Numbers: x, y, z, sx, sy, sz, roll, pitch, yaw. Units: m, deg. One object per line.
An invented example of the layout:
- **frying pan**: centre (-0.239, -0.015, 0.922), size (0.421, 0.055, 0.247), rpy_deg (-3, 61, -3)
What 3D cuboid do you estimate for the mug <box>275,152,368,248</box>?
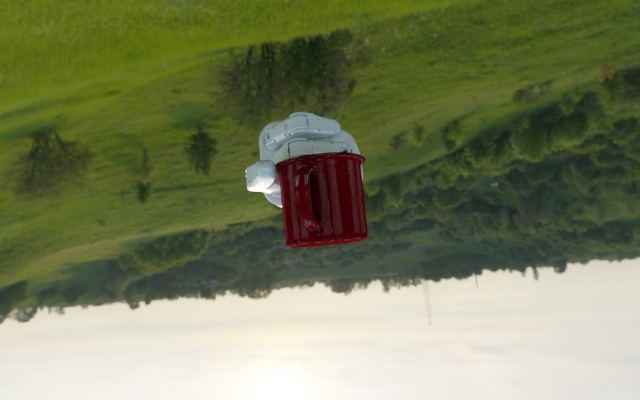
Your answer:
- **mug**: centre (0.000, 0.002, 0.460), size (0.093, 0.081, 0.117), rpy_deg (-7, -8, 12)
